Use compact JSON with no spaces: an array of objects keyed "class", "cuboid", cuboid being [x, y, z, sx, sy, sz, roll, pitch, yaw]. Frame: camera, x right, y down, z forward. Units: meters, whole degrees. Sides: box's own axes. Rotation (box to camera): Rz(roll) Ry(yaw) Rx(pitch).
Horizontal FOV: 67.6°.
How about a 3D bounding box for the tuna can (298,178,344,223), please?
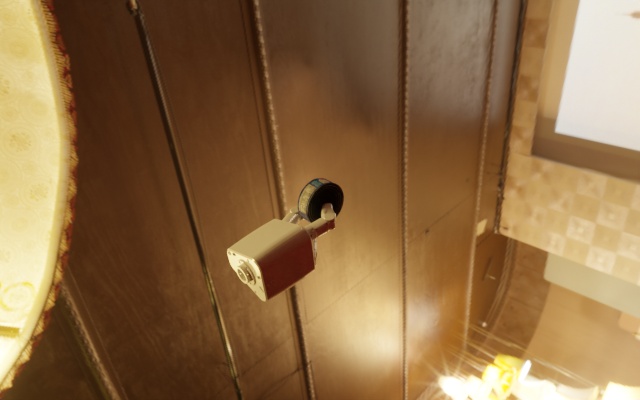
[{"class":"tuna can","cuboid":[0.000,0.003,0.876,0.086,0.086,0.033,0,21,-43]}]
